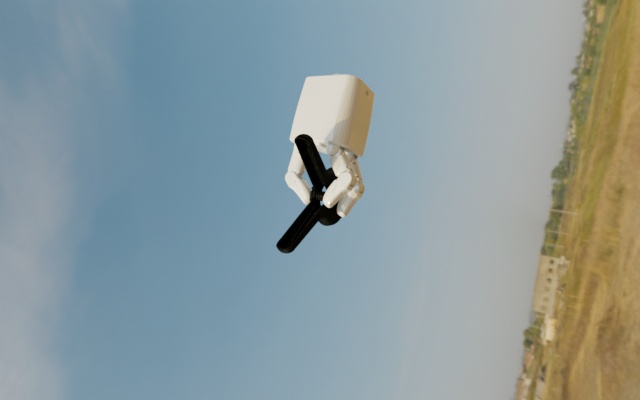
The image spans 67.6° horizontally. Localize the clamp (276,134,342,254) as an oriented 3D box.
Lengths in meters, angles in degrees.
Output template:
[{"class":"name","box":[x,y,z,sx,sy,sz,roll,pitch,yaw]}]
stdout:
[{"class":"clamp","box":[0.000,0.002,0.727,0.036,0.164,0.210,13,-2,26]}]
